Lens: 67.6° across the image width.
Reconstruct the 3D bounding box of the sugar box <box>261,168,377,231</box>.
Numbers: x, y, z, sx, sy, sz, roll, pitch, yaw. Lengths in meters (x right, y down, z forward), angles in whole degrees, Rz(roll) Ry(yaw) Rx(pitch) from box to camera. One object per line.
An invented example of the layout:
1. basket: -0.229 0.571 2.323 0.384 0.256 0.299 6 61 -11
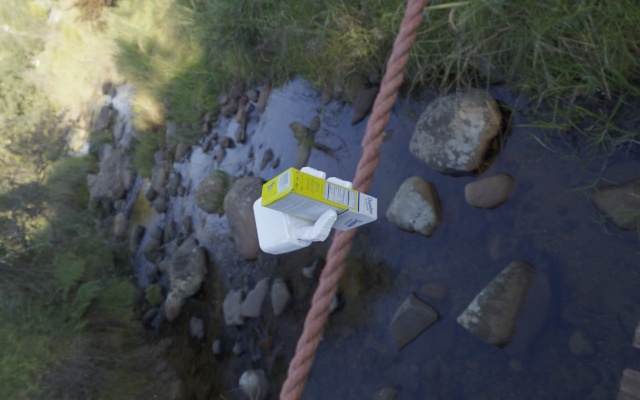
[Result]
1. sugar box: 0.000 0.002 0.799 0.176 0.048 0.093 16 -25 -33
